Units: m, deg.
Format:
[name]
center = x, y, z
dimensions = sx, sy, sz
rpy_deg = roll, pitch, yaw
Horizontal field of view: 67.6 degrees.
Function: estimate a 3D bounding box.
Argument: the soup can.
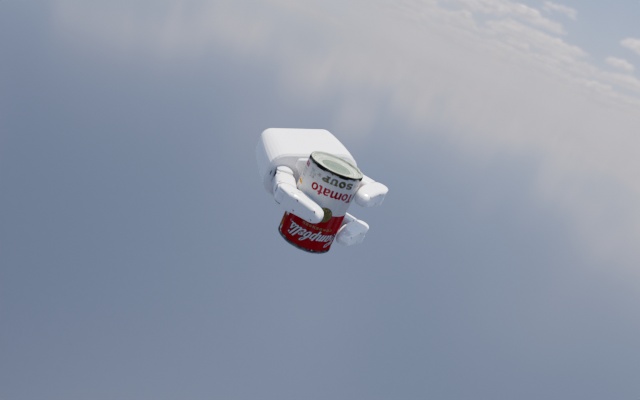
[soup can]
center = 0.000, 0.002, 0.558
dimensions = 0.068, 0.102, 0.068
rpy_deg = 21, 21, -9
